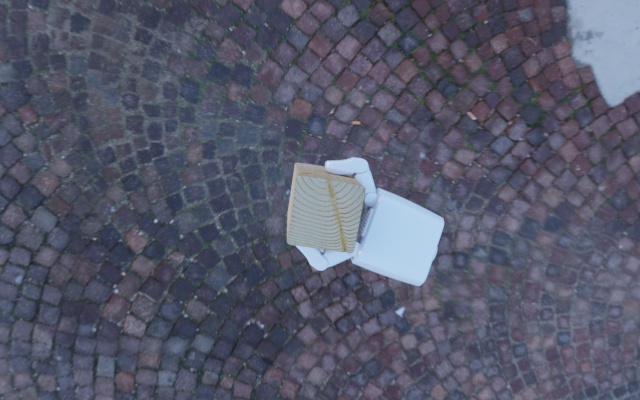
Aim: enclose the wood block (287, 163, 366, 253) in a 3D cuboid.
[{"bbox_3d":[0.001,0.002,0.699,0.090,0.091,0.206,9,8,-5],"label":"wood block"}]
